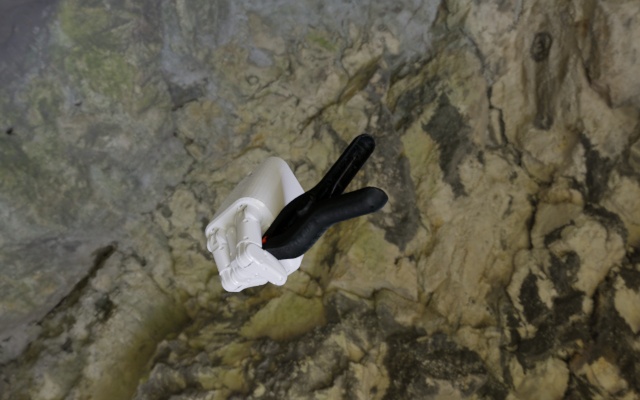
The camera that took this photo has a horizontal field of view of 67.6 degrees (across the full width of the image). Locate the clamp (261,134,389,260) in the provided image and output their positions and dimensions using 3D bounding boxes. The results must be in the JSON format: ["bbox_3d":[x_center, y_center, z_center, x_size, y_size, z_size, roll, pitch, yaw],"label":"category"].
[{"bbox_3d":[0.000,0.002,0.500,0.171,0.039,0.120,-32,24,29],"label":"clamp"}]
